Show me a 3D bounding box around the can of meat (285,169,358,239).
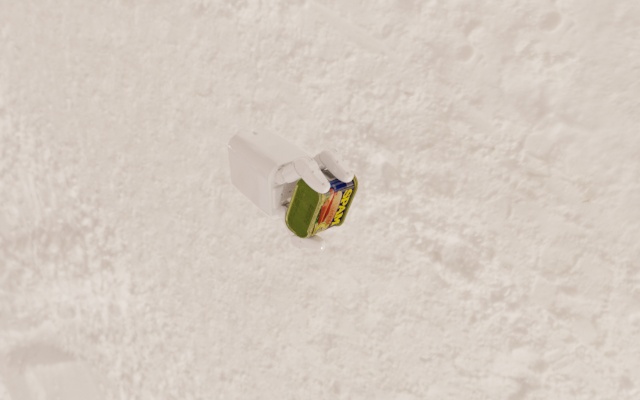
[{"bbox_3d":[0.000,0.003,0.722,0.057,0.102,0.084,39,37,27],"label":"can of meat"}]
